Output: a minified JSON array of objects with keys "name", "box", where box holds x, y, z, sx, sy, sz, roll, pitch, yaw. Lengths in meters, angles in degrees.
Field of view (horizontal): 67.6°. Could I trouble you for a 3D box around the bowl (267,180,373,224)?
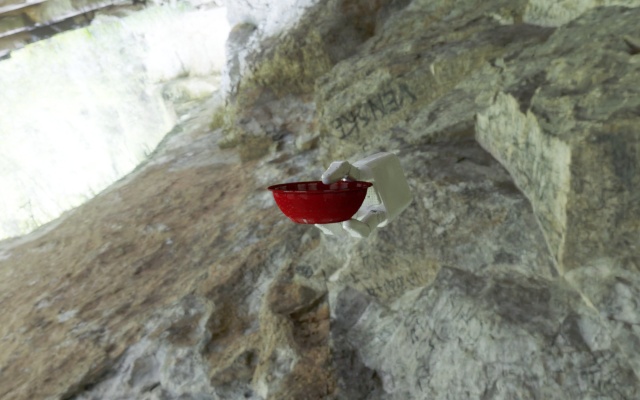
[{"name":"bowl","box":[-0.001,0.003,0.733,0.162,0.055,0.162,-2,7,0]}]
